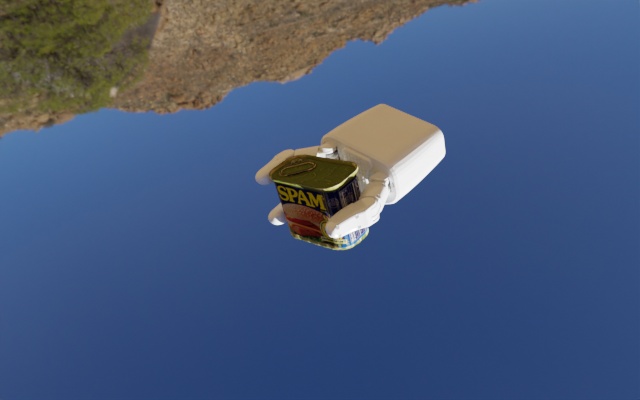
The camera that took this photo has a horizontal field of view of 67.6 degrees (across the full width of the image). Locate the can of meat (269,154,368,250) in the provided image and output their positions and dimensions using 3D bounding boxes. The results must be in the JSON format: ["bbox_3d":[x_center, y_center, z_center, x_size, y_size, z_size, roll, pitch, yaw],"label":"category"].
[{"bbox_3d":[0.000,0.002,0.533,0.102,0.084,0.057,13,41,40],"label":"can of meat"}]
